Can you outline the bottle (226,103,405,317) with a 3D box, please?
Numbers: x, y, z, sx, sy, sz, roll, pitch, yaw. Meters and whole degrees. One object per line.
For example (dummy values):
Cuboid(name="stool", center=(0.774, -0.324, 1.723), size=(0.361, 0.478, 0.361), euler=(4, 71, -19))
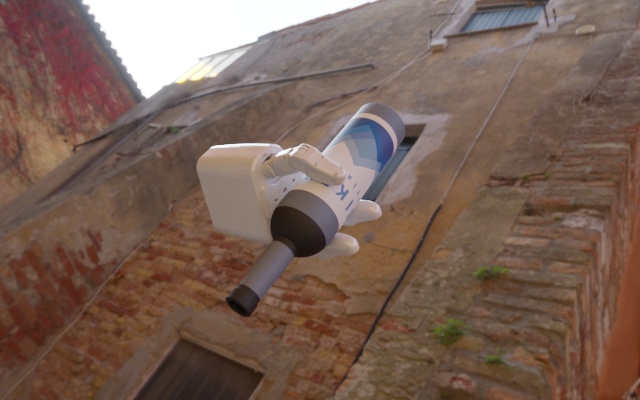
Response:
Cuboid(name="bottle", center=(0.000, 0.002, 0.515), size=(0.069, 0.069, 0.295), euler=(0, 41, 43))
